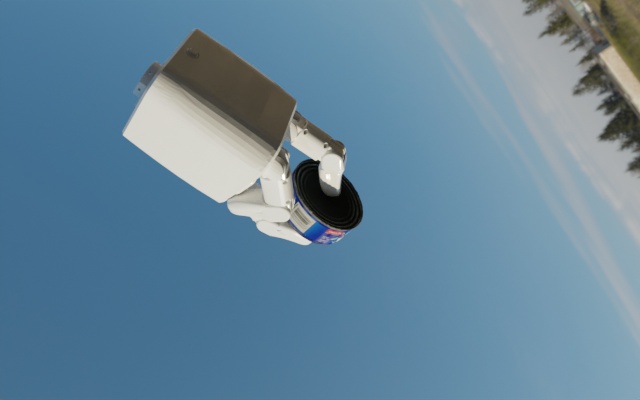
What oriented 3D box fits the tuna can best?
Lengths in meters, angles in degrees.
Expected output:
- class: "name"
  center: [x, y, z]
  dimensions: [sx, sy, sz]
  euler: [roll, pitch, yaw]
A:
- class: "tuna can"
  center: [0.000, 0.002, 0.488]
  dimensions: [0.086, 0.086, 0.034]
  euler: [0, -33, -45]
